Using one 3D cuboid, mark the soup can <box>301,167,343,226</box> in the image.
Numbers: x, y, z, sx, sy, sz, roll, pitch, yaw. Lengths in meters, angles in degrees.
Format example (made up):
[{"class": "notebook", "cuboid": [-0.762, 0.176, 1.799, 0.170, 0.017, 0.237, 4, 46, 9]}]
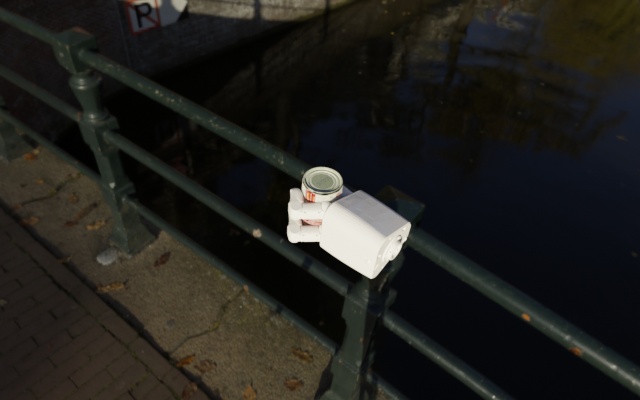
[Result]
[{"class": "soup can", "cuboid": [0.000, 0.002, 0.807, 0.068, 0.102, 0.068, 3, 44, -3]}]
